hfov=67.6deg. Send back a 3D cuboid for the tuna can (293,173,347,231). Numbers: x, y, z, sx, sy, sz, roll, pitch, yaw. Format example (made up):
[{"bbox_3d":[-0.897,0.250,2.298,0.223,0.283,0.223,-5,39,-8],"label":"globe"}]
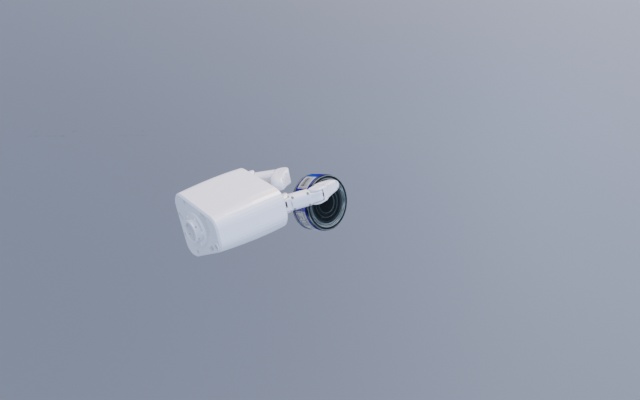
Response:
[{"bbox_3d":[0.001,0.002,0.715,0.086,0.086,0.034,0,3,-43],"label":"tuna can"}]
